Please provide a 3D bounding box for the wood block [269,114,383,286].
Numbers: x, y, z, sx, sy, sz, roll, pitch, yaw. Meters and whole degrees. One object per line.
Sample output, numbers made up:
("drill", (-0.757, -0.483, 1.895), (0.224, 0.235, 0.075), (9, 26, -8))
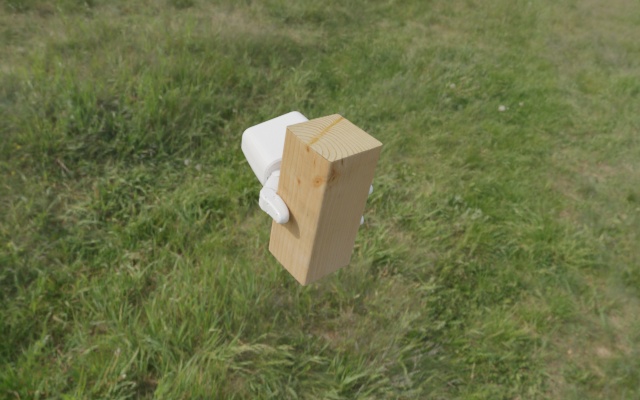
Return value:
("wood block", (0.000, 0.002, 0.644), (0.091, 0.206, 0.090), (-20, 47, -36))
